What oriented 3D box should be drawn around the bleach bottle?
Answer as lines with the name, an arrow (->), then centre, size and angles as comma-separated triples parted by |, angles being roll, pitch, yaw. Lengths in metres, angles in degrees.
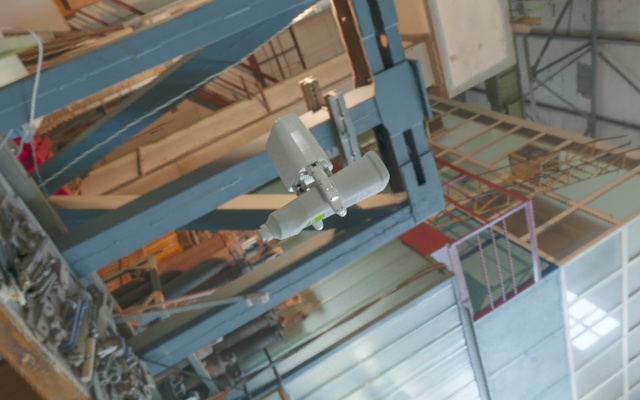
bleach bottle -> 0.000, 0.003, 0.874 | 0.251, 0.068, 0.103 | -28, -14, -11
